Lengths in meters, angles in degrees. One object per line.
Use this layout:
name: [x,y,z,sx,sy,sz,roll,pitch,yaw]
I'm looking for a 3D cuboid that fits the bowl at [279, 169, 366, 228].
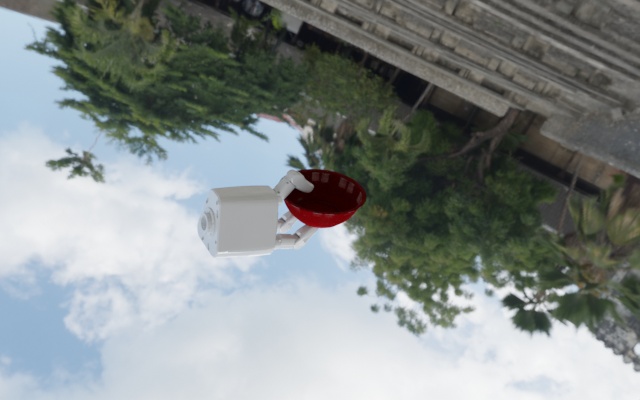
bowl: [0.001,0.003,0.874,0.162,0.055,0.162,6,31,-3]
